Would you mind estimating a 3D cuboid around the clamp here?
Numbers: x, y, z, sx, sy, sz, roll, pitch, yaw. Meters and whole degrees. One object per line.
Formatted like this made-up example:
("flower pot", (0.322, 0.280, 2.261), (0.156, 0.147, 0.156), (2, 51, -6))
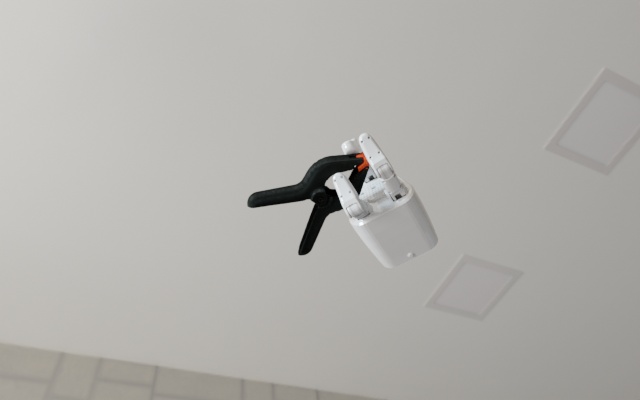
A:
("clamp", (0.000, 0.002, 0.655), (0.171, 0.120, 0.039), (-28, 32, 11))
